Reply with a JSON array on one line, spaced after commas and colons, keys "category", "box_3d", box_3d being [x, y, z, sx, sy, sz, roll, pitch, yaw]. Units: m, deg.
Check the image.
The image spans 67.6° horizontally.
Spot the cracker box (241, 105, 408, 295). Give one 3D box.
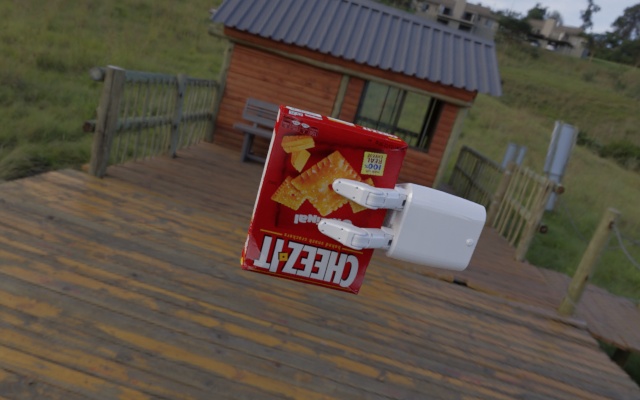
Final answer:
[{"category": "cracker box", "box_3d": [0.000, 0.002, 0.623, 0.164, 0.214, 0.072, 14, 16, -9]}]
